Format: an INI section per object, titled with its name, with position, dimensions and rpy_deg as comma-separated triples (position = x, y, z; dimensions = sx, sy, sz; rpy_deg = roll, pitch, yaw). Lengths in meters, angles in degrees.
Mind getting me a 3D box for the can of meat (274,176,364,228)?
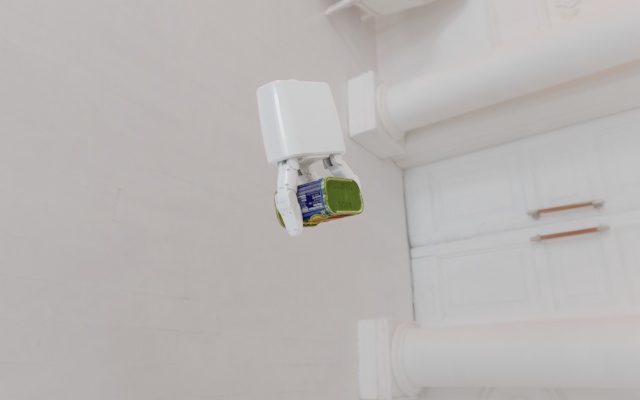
[can of meat]
position = 0.000, 0.002, 0.667
dimensions = 0.084, 0.057, 0.102
rpy_deg = -15, -9, 33
